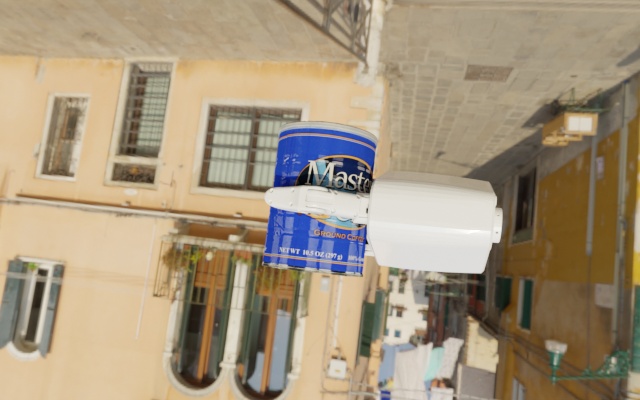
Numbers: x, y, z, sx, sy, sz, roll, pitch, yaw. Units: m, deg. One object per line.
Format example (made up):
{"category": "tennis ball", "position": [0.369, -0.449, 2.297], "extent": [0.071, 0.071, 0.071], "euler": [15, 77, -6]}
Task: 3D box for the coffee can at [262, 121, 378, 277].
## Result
{"category": "coffee can", "position": [0.000, 0.001, 0.485], "extent": [0.103, 0.140, 0.103], "euler": [7, -7, 1]}
